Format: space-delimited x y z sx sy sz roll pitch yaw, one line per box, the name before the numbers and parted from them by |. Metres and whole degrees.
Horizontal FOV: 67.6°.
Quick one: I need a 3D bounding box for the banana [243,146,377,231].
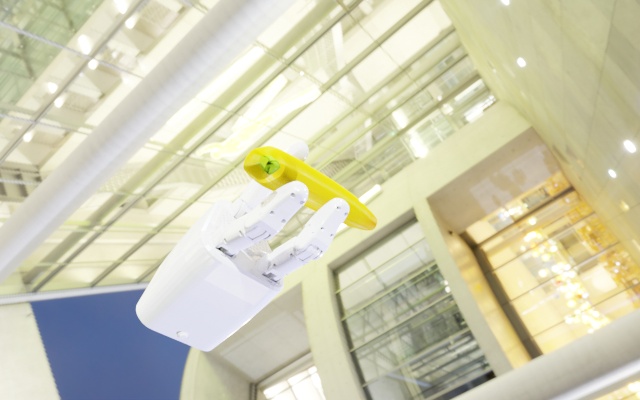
banana | -0.013 -0.010 0.455 0.069 0.037 0.198 45 11 34
